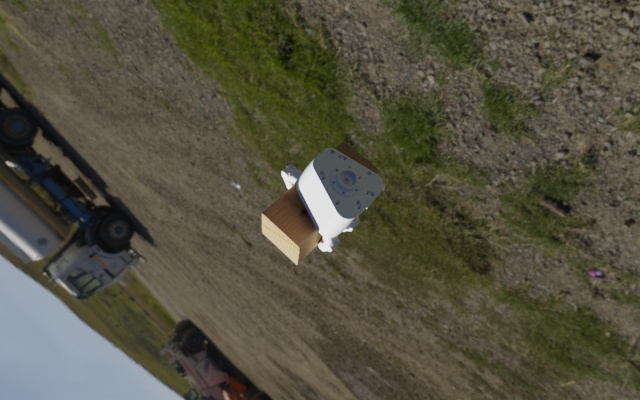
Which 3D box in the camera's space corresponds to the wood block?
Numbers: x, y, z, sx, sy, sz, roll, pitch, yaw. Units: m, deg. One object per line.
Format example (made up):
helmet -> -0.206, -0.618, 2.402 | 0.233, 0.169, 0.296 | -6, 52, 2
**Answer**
wood block -> 0.000, 0.003, 0.854 | 0.206, 0.091, 0.090 | -43, -16, -23
